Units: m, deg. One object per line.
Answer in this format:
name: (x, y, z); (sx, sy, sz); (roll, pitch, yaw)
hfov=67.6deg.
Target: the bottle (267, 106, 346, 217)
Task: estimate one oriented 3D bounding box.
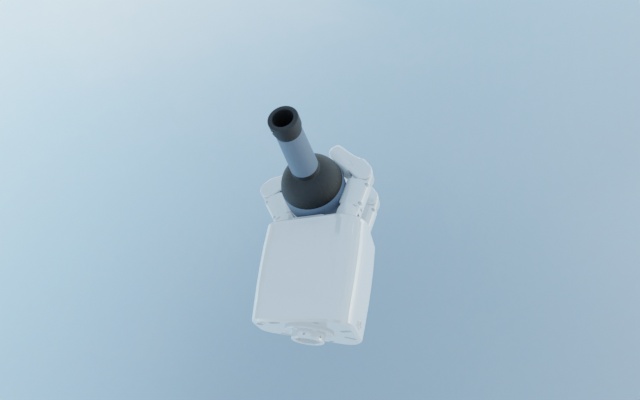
bottle: (0.000, 0.002, 0.526); (0.069, 0.069, 0.296); (0, -29, 14)
